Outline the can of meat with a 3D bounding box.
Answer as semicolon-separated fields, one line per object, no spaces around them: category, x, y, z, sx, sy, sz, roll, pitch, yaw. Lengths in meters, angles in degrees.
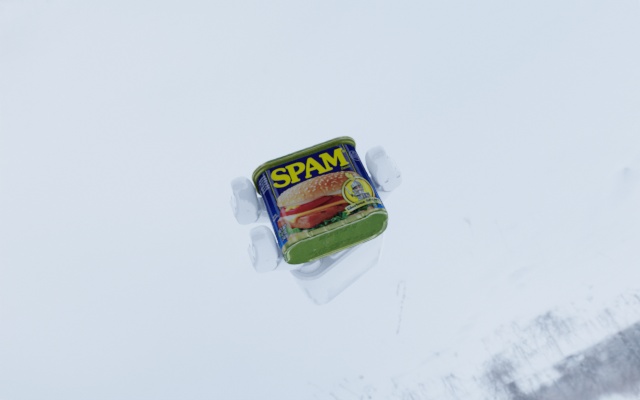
can of meat;0.000;0.002;0.428;0.102;0.084;0.057;-20;-28;-7
